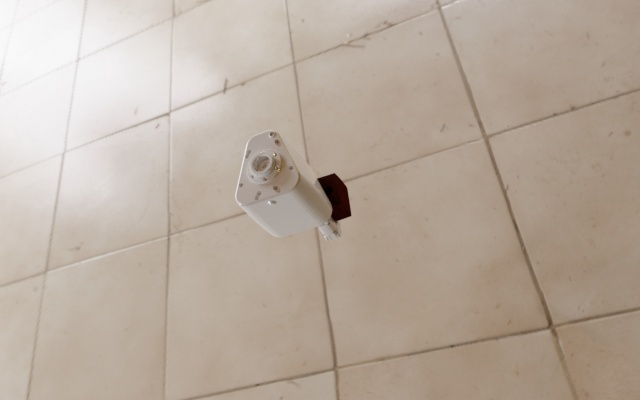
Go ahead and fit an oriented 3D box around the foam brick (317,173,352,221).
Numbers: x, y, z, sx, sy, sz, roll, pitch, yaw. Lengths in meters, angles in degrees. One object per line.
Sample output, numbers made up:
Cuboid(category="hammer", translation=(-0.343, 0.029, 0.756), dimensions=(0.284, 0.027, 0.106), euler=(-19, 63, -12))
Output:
Cuboid(category="foam brick", translation=(0.000, 0.002, 0.712), dimensions=(0.078, 0.053, 0.051), euler=(-18, -31, 15))
